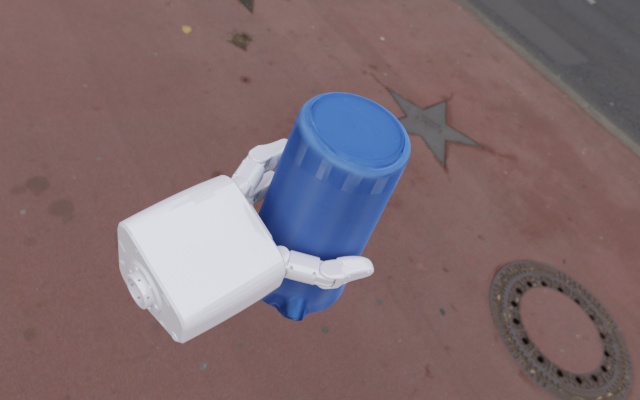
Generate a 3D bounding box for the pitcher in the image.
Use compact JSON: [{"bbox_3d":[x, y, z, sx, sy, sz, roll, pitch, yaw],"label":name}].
[{"bbox_3d":[0.000,0.002,0.516,0.145,0.149,0.243,-26,-26,-36],"label":"pitcher"}]
